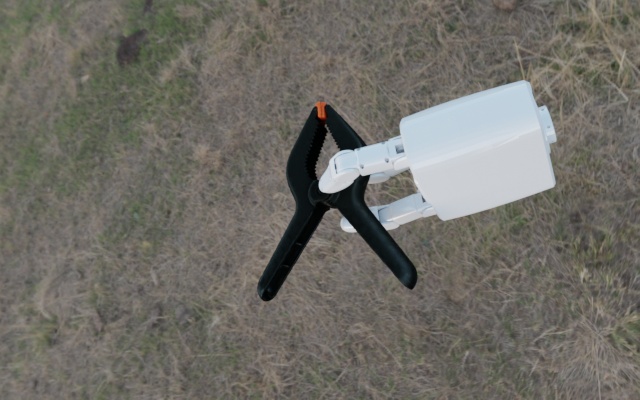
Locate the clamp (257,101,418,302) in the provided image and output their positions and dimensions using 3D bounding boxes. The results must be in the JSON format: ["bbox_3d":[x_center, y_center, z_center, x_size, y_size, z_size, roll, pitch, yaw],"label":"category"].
[{"bbox_3d":[0.000,0.001,0.487,0.164,0.210,0.036,-16,-21,21],"label":"clamp"}]
